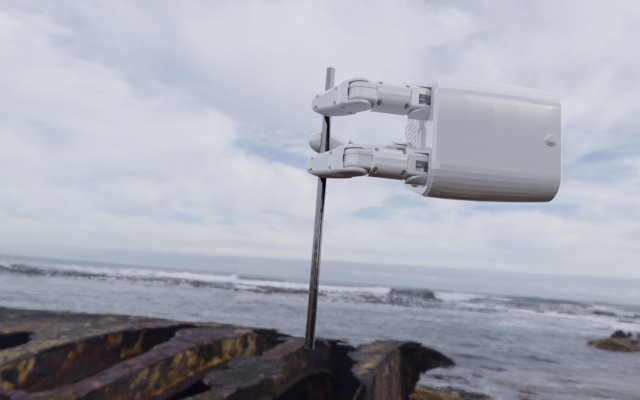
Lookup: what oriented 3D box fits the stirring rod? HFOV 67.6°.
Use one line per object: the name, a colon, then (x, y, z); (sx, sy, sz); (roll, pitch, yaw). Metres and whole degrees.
stirring rod: (0.000, 0.001, 0.405); (0.011, 0.239, 0.011); (4, -9, 1)
